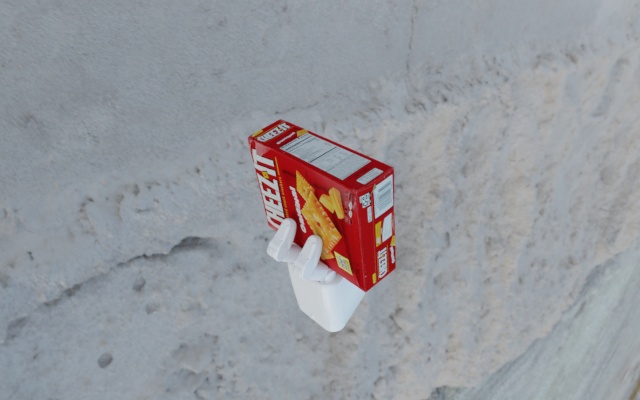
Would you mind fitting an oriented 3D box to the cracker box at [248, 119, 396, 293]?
[{"bbox_3d":[0.000,0.002,0.647,0.072,0.164,0.213,-33,43,-30],"label":"cracker box"}]
